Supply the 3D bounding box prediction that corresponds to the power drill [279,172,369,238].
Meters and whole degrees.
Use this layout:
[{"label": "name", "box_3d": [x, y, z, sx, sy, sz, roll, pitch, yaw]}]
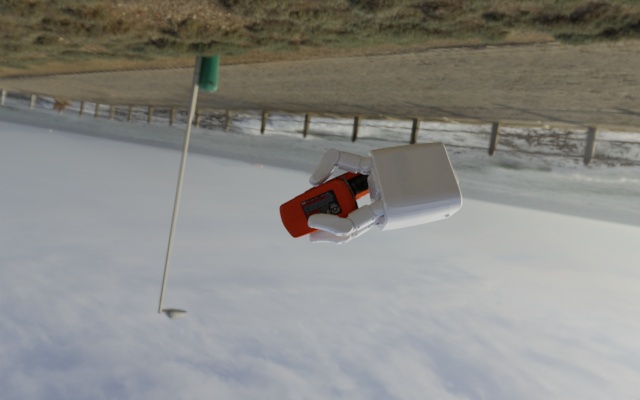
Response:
[{"label": "power drill", "box_3d": [0.000, 0.002, 0.739, 0.184, 0.057, 0.187, -26, 5, 16]}]
